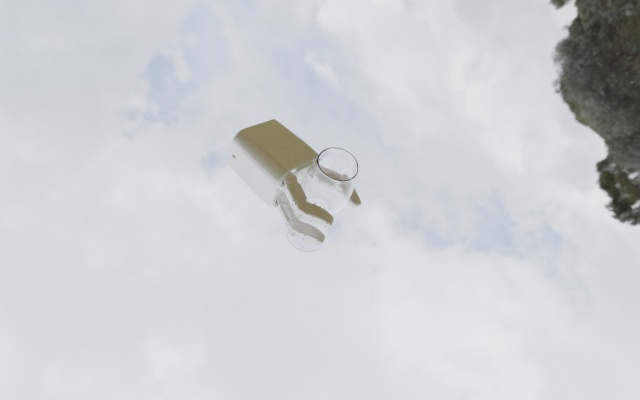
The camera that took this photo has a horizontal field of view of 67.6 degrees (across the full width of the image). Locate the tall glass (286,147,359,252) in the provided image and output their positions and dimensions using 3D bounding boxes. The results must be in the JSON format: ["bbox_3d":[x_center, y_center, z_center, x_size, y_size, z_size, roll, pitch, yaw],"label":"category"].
[{"bbox_3d":[0.000,0.003,0.759,0.079,0.079,0.201,0,-33,-18],"label":"tall glass"}]
